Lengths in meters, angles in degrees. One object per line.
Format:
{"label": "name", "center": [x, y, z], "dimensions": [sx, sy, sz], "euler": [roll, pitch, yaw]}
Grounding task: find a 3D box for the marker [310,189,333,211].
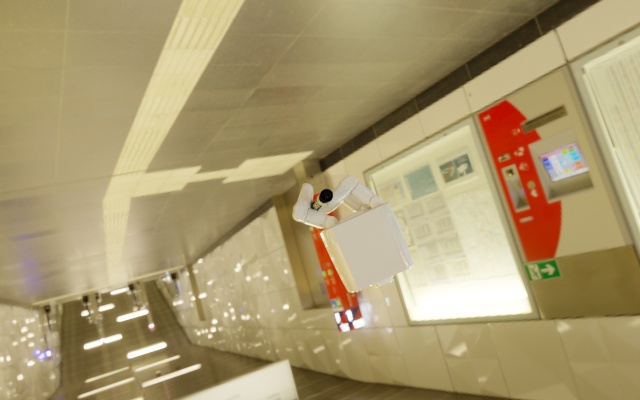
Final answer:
{"label": "marker", "center": [0.000, 0.002, 0.710], "dimensions": [0.020, 0.020, 0.121], "euler": [0, -10, -10]}
